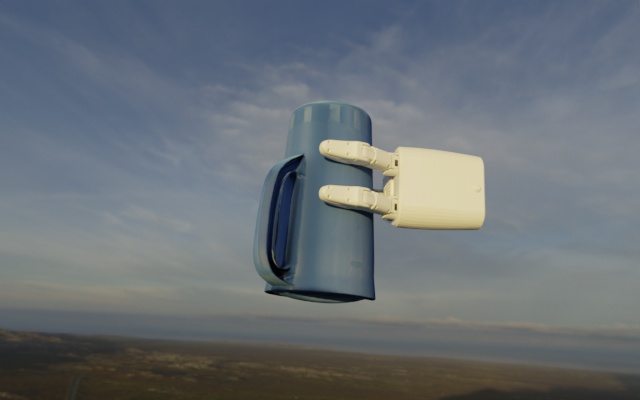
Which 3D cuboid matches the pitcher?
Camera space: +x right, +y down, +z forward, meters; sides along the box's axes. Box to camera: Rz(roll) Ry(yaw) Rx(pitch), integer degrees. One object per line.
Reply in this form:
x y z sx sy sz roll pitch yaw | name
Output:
0.000 0.002 0.590 0.145 0.242 0.149 4 -15 -3 | pitcher
